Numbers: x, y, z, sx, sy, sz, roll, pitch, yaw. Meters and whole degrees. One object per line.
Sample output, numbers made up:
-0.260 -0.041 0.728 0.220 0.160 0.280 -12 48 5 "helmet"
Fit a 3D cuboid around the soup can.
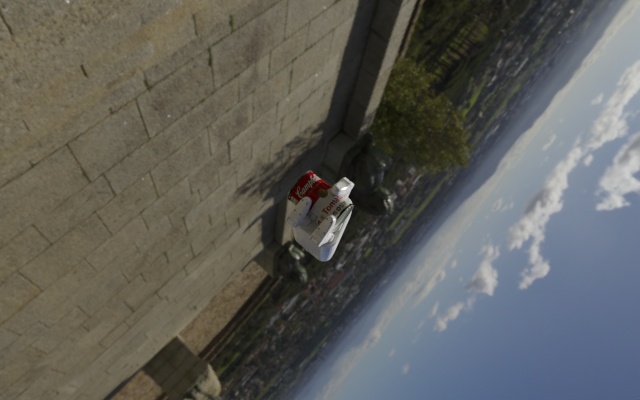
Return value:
0.000 0.003 0.868 0.102 0.068 0.068 39 10 13 "soup can"
